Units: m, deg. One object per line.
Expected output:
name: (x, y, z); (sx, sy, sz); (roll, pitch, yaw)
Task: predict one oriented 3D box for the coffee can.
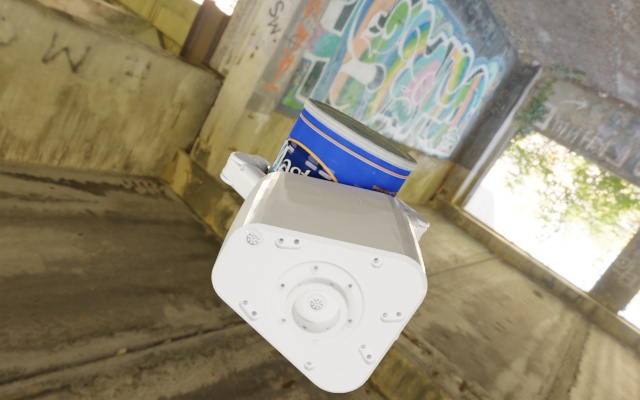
coffee can: (0.000, 0.001, 0.401); (0.103, 0.140, 0.102); (28, 15, -8)
